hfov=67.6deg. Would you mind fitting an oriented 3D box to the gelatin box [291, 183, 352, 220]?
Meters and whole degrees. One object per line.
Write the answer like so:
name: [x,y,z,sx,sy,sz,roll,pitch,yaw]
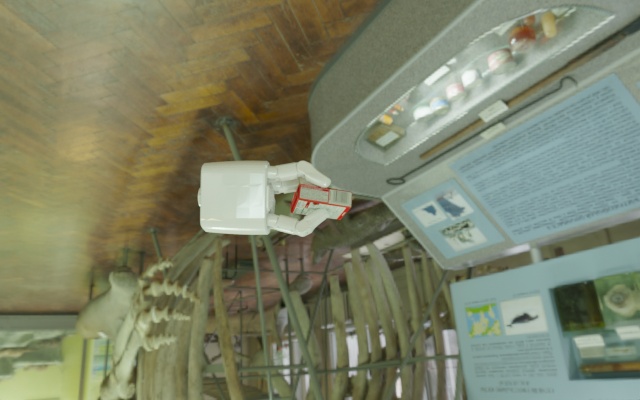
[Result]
gelatin box: [0.000,0.003,0.776,0.089,0.030,0.073,9,-20,-9]
